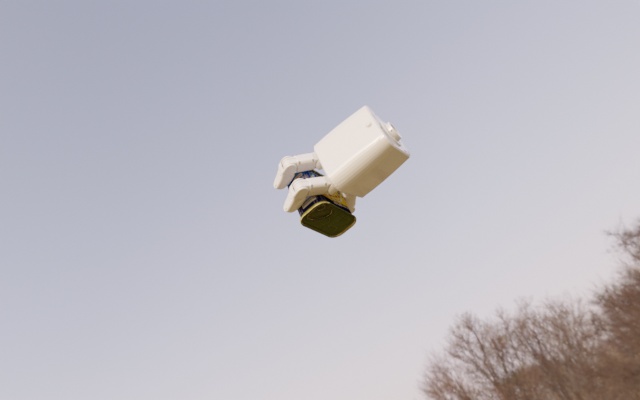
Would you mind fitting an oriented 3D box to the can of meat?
[{"bbox_3d":[0.000,0.002,0.768,0.057,0.084,0.102,-41,-39,20],"label":"can of meat"}]
